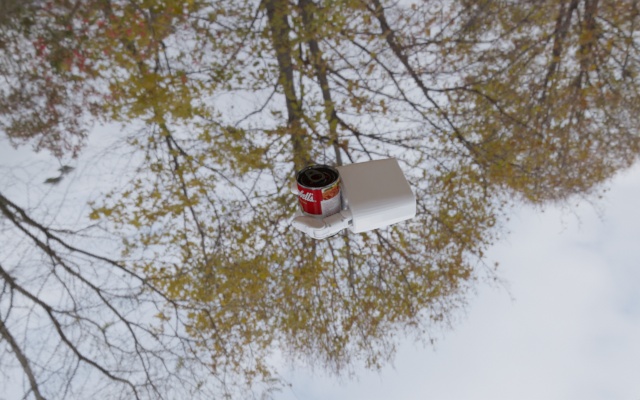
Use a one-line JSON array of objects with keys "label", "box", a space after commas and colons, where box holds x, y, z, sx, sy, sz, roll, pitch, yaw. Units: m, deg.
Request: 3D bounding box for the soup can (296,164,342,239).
[{"label": "soup can", "box": [0.000, 0.003, 0.768, 0.068, 0.102, 0.068, -4, 35, 3]}]
